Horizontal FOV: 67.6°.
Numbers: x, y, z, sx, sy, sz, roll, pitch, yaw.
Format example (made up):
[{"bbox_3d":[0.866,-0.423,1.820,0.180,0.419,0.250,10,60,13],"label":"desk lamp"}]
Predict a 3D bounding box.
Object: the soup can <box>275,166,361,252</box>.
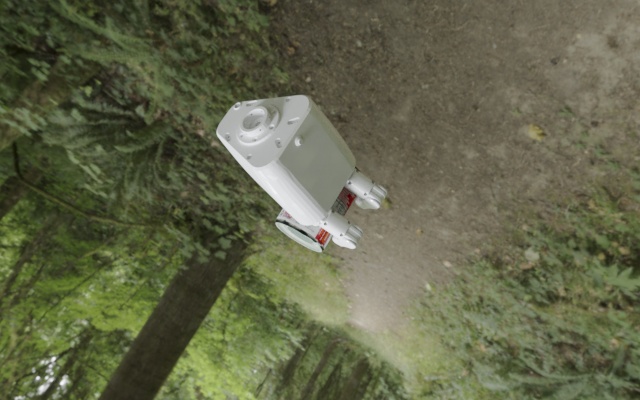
[{"bbox_3d":[0.000,0.002,0.573,0.068,0.102,0.068,29,-15,9],"label":"soup can"}]
